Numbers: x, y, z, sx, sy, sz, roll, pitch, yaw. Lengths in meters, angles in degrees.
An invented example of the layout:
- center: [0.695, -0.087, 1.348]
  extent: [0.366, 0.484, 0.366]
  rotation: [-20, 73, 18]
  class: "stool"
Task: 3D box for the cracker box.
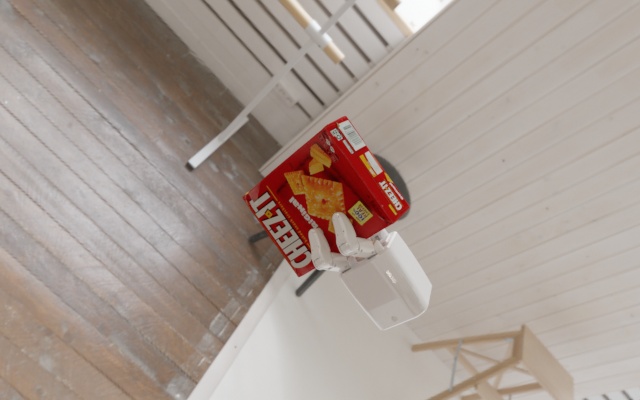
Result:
- center: [0.000, 0.002, 0.724]
  extent: [0.214, 0.164, 0.072]
  rotation: [-35, -1, 38]
  class: "cracker box"
